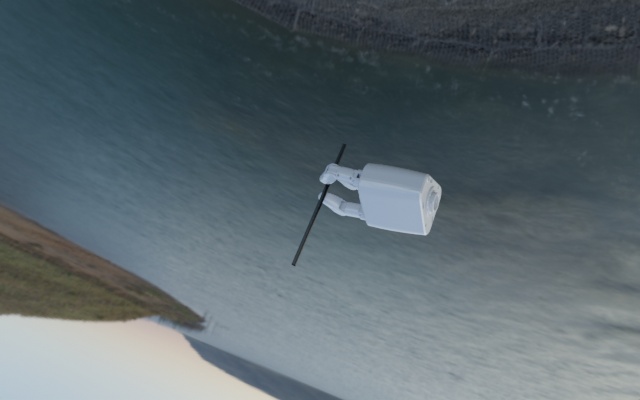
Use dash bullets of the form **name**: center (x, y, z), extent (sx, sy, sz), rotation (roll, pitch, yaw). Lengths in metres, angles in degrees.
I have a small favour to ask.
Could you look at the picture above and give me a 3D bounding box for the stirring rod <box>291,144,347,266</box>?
- **stirring rod**: center (0.000, 0.003, 0.826), extent (0.011, 0.239, 0.011), rotation (20, -20, 8)
